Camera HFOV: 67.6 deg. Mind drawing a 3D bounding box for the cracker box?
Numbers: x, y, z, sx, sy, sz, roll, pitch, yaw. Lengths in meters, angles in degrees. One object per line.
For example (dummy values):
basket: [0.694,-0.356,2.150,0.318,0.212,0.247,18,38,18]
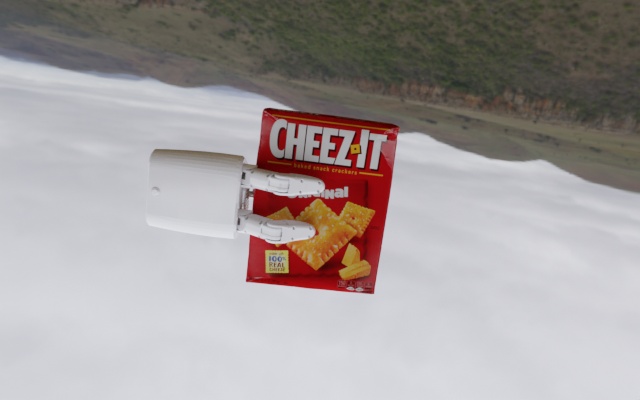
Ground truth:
cracker box: [0.000,0.002,0.594,0.164,0.214,0.072,7,11,-2]
